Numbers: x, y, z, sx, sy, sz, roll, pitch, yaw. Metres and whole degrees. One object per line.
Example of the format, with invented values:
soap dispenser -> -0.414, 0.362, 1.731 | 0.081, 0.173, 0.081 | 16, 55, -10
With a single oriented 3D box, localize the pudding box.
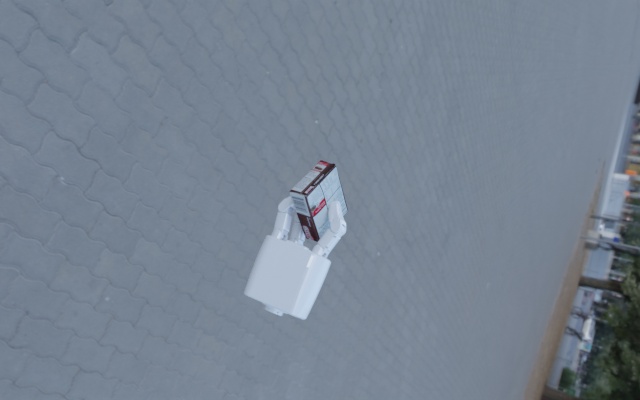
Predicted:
pudding box -> 0.000, 0.003, 0.818 | 0.039, 0.114, 0.090 | 18, 51, 33
